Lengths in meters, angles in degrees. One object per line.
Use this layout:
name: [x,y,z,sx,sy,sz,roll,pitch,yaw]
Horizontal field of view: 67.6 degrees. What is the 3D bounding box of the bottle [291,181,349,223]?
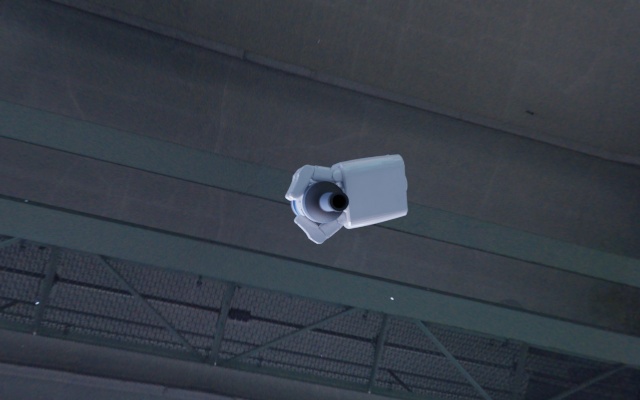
bottle: [0.000,0.003,0.786,0.069,0.069,0.295,0,0,-10]
